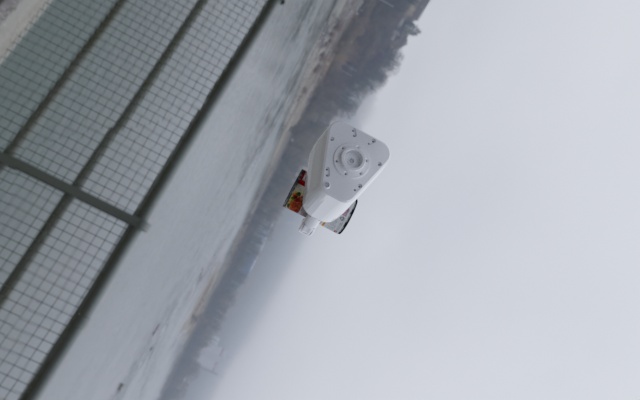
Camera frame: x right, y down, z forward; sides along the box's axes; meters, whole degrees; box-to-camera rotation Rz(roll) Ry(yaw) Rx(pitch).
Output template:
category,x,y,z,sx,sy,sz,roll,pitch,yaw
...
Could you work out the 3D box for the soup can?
category,x,y,z,sx,sy,sz,roll,pitch,yaw
soup can,0.000,0.003,0.763,0.102,0.068,0.068,27,-3,-5
